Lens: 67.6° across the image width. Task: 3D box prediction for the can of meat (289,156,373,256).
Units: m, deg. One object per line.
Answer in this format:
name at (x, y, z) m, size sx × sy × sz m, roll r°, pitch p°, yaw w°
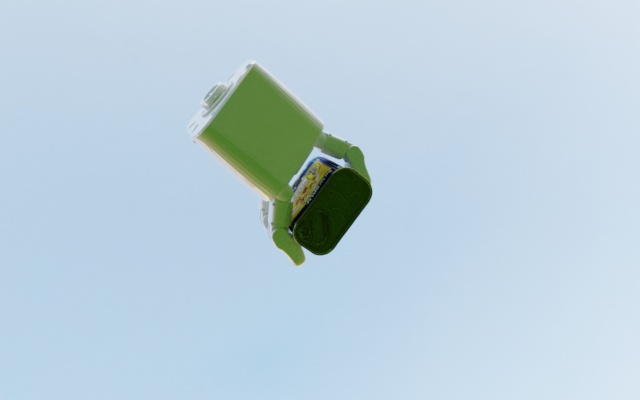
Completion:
can of meat at (0.000, 0.002, 0.560) m, size 0.057 × 0.102 × 0.084 m, roll 36°, pitch 1°, yaw -27°
